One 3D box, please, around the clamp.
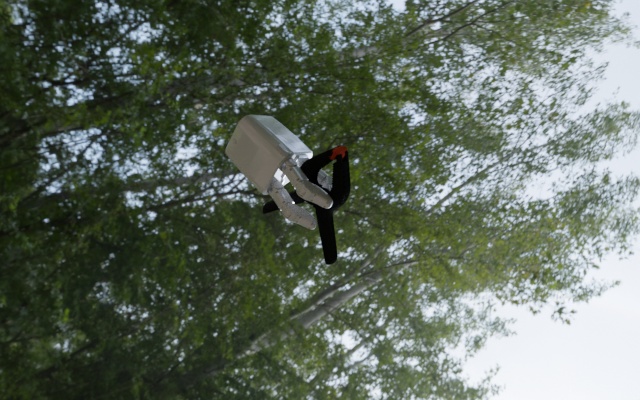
[{"bbox_3d":[0.001,0.002,0.797,0.036,0.164,0.210,-36,-15,-51],"label":"clamp"}]
